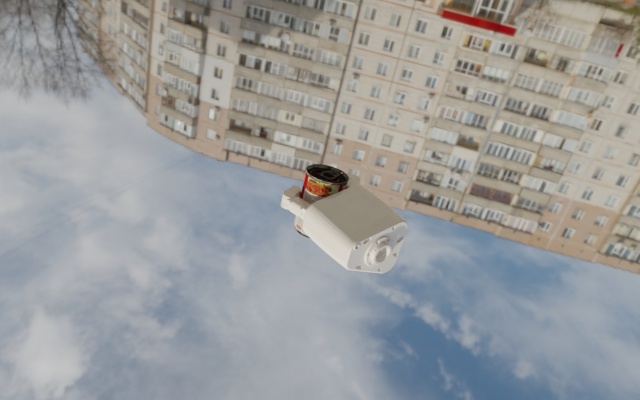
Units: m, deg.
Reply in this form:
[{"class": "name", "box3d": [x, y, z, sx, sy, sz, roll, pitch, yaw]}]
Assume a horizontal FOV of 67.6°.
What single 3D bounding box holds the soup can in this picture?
[{"class": "soup can", "box3d": [0.000, 0.003, 0.756, 0.068, 0.102, 0.068, 11, 26, -6]}]
